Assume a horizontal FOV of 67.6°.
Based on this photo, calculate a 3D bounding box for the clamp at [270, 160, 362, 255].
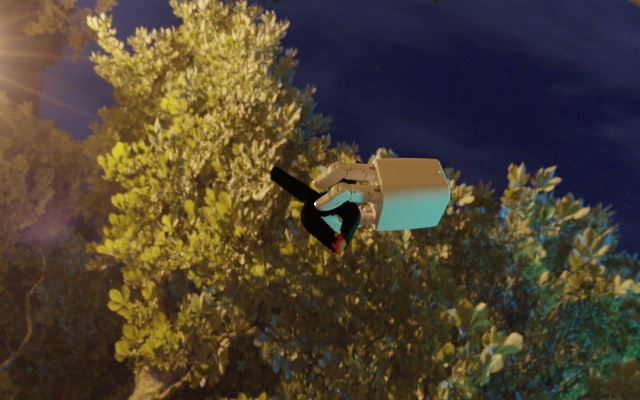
[{"bbox_3d":[0.000,0.004,0.773,0.164,0.036,0.209,-1,40,-4],"label":"clamp"}]
